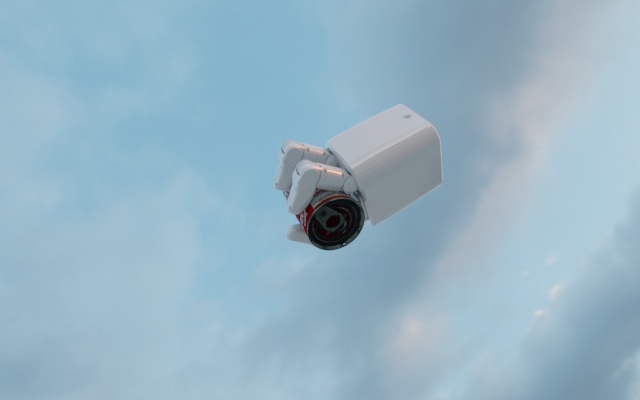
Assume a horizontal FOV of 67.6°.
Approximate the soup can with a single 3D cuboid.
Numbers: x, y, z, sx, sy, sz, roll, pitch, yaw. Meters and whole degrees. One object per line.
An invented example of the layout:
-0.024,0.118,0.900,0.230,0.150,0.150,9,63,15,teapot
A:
0.000,0.002,0.560,0.068,0.068,0.102,0,30,-24,soup can
